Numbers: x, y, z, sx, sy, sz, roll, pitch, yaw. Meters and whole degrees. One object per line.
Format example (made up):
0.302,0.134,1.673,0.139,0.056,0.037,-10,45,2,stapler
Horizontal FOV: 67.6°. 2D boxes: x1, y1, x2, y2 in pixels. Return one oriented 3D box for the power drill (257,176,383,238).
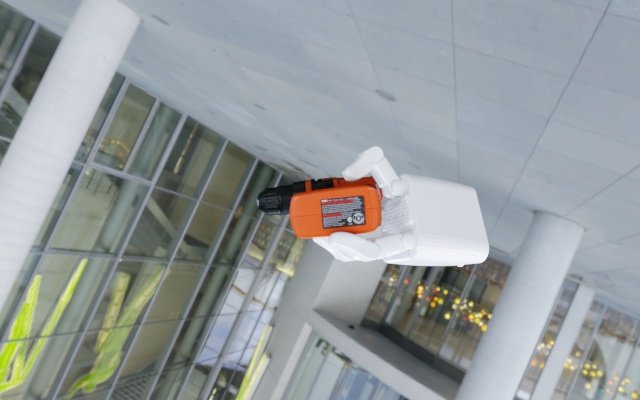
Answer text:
0.000,0.002,0.630,0.184,0.057,0.187,-8,9,0,power drill
